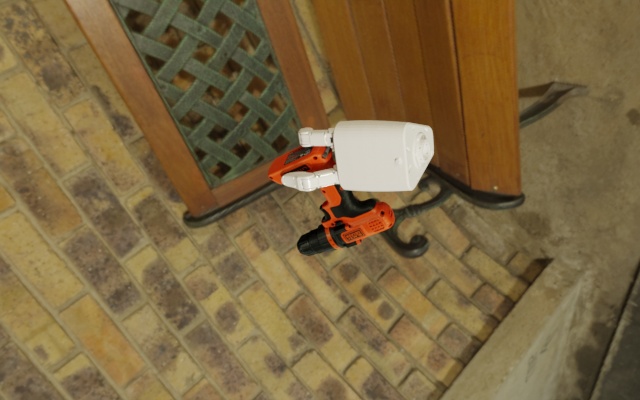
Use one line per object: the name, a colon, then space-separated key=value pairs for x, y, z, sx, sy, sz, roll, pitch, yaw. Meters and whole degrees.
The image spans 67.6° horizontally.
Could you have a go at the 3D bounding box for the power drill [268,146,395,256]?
power drill: x=0.000 y=0.002 z=0.769 sx=0.184 sy=0.188 sz=0.057 roll=-24 pitch=30 yaw=26
